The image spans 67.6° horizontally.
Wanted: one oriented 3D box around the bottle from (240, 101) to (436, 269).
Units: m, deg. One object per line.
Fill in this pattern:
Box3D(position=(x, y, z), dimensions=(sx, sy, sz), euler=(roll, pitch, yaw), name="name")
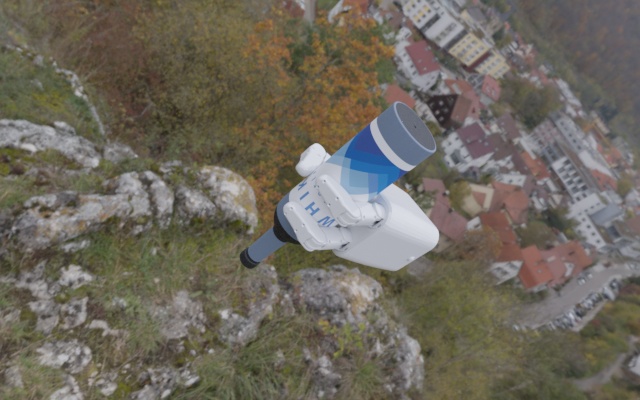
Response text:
Box3D(position=(0.000, 0.002, 0.570), dimensions=(0.296, 0.069, 0.069), euler=(-39, -22, 31), name="bottle")
